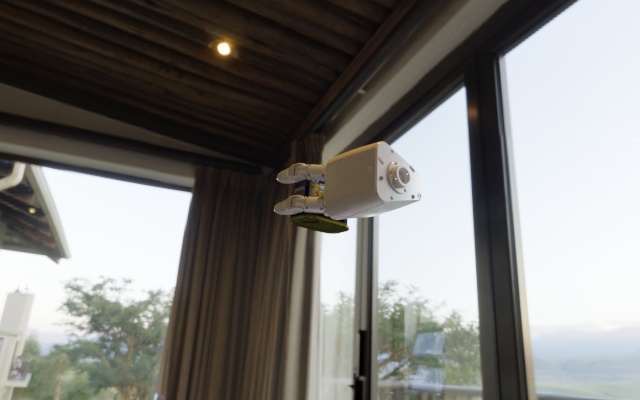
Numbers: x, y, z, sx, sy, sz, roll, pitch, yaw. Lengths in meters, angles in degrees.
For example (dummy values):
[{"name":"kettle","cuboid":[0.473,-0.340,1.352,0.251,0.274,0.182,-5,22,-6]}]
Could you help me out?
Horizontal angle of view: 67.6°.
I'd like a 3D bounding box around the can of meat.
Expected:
[{"name":"can of meat","cuboid":[0.000,0.002,0.787,0.102,0.084,0.057,17,-22,-34]}]
